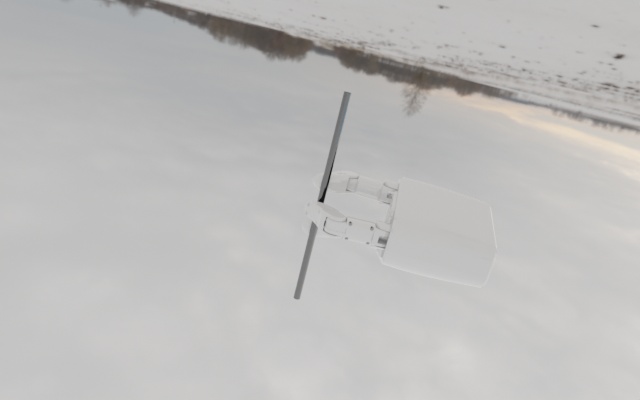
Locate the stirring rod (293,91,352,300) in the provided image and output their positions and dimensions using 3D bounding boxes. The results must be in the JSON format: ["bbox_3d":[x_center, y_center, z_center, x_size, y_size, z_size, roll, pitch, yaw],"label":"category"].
[{"bbox_3d":[0.000,0.002,0.521,0.011,0.239,0.011,13,17,-4],"label":"stirring rod"}]
